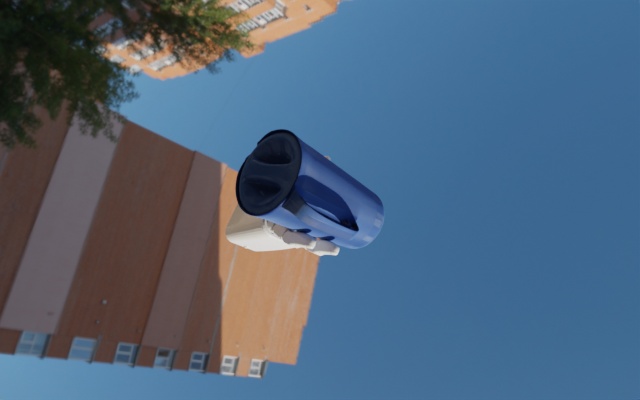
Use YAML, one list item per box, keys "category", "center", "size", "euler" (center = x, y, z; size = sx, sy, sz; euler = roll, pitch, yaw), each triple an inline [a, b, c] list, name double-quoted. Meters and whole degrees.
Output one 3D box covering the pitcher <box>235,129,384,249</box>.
- category: "pitcher"
  center: [0.000, 0.002, 0.753]
  size: [0.145, 0.149, 0.243]
  euler: [-13, -28, 38]
